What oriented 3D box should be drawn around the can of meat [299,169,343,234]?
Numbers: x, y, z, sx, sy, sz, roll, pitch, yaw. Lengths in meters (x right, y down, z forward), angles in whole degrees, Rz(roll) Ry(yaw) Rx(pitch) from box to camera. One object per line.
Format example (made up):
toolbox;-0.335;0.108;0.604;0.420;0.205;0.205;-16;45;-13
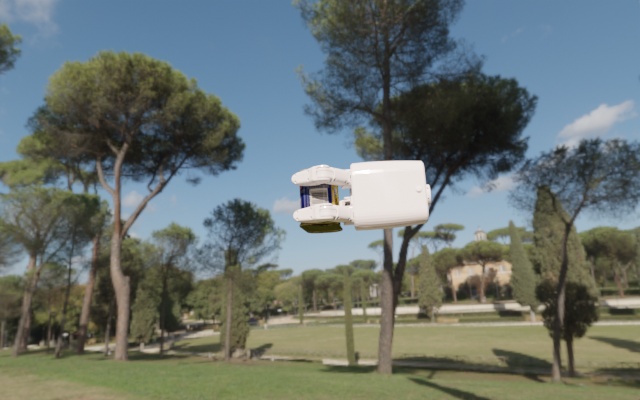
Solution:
can of meat;0.000;0.002;0.734;0.057;0.084;0.102;-5;-11;8
